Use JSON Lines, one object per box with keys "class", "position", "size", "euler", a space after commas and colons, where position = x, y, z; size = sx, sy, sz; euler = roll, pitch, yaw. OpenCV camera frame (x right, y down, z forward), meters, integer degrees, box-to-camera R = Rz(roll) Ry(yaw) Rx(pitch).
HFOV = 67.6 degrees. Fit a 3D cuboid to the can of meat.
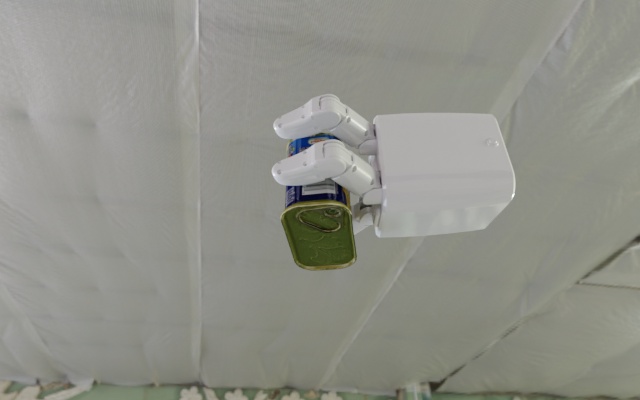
{"class": "can of meat", "position": [0.000, 0.001, 0.430], "size": [0.057, 0.084, 0.102], "euler": [-5, -37, 6]}
